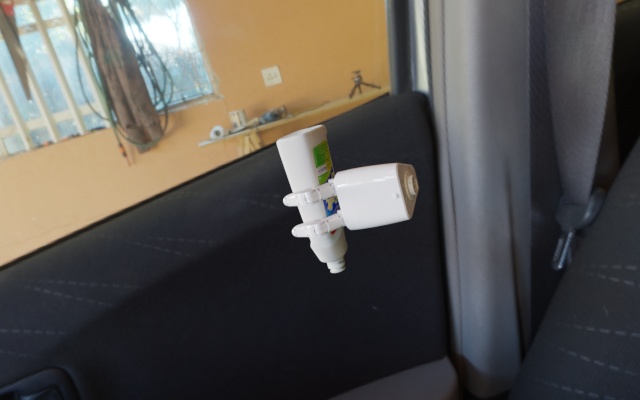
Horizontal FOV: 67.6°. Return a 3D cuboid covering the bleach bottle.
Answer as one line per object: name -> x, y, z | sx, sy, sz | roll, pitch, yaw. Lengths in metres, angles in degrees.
bleach bottle -> 0.000, 0.003, 0.829 | 0.068, 0.251, 0.102 | -10, 15, 27
